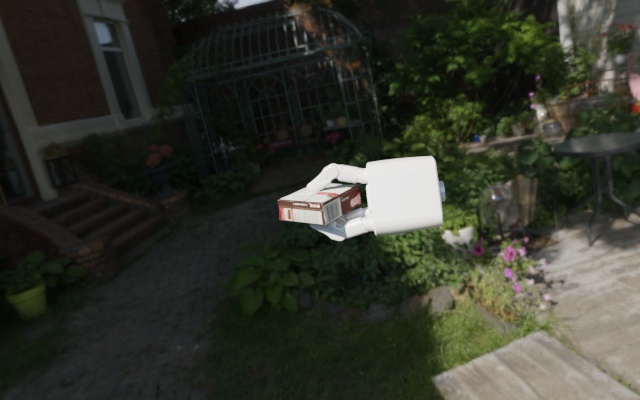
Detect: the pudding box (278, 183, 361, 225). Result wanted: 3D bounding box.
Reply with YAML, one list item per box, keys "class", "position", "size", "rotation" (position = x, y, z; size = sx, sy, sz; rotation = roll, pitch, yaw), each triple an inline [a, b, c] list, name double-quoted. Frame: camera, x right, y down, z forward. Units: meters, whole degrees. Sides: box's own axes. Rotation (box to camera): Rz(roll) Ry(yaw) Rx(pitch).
- class: "pudding box"
  position: [0.000, 0.002, 0.771]
  size: [0.090, 0.039, 0.113]
  rotation: [4, 17, 34]
